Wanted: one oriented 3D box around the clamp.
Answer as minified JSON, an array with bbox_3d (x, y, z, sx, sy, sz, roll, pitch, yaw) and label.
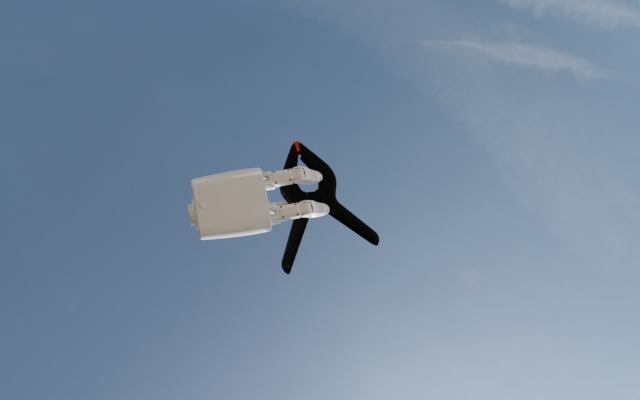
[{"bbox_3d":[0.000,0.002,0.778,0.164,0.210,0.036,-9,-13,-14],"label":"clamp"}]
